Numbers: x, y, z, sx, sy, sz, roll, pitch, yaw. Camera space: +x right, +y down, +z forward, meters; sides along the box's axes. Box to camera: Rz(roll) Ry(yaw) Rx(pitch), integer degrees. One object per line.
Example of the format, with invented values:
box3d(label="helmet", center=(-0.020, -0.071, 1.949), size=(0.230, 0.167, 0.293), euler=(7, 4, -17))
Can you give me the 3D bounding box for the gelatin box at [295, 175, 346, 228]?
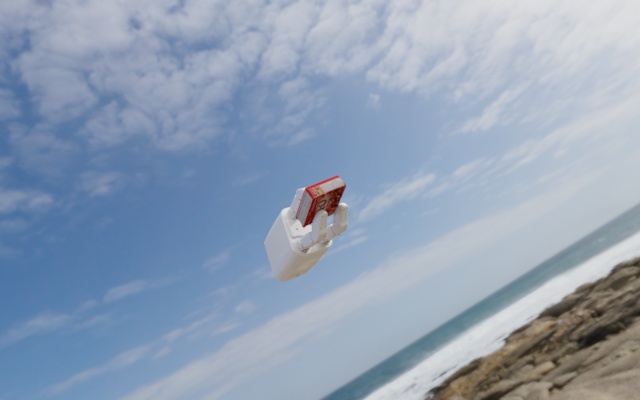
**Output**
box3d(label="gelatin box", center=(0.000, 0.002, 0.849), size=(0.073, 0.030, 0.089), euler=(-22, -29, -30))
